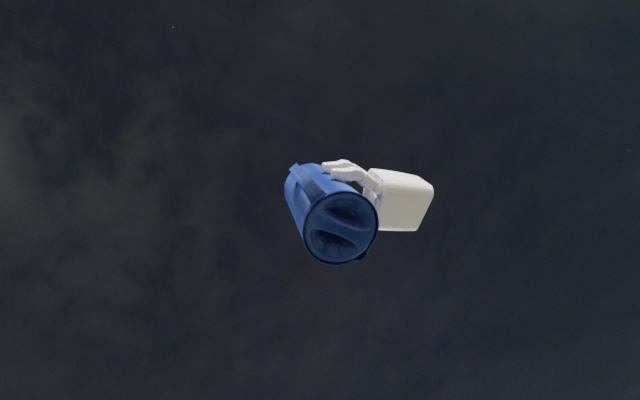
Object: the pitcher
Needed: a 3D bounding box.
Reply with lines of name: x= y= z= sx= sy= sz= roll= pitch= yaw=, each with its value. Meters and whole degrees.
pitcher: x=0.000 y=0.003 z=0.889 sx=0.145 sy=0.149 sz=0.242 roll=3 pitch=18 yaw=-17
